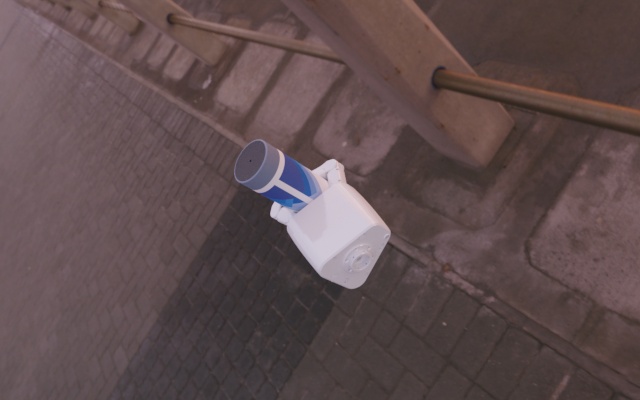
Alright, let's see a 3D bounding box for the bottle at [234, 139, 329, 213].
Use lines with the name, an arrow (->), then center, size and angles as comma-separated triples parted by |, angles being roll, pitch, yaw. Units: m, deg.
bottle -> 0.000, 0.002, 0.746 | 0.069, 0.069, 0.296 | 0, -23, 45
